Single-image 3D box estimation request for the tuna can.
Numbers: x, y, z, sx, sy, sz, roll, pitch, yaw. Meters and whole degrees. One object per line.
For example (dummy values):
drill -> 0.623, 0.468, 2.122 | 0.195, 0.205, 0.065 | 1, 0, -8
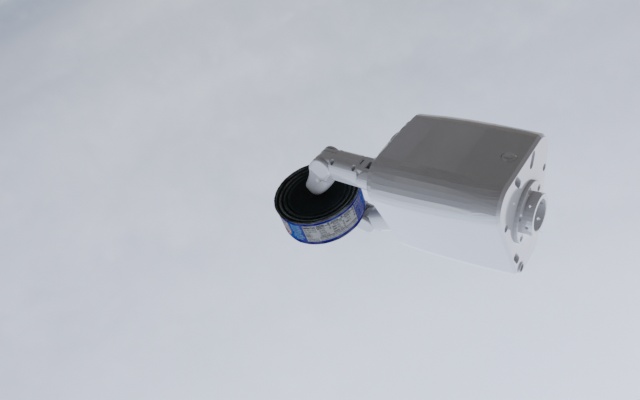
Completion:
tuna can -> 0.000, 0.002, 0.470 | 0.086, 0.034, 0.086 | -12, 42, 11
